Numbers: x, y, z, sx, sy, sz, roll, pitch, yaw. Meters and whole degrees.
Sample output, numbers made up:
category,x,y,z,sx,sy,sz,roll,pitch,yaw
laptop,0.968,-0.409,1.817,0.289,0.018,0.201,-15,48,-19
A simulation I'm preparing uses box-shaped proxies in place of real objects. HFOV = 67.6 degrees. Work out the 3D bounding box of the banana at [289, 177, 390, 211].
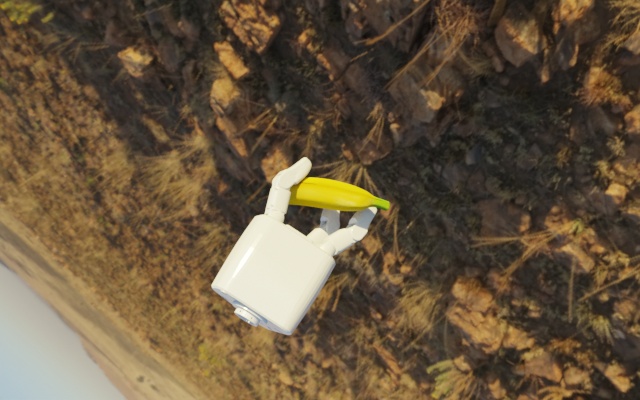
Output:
category,x,y,z,sx,sy,sz,roll,pitch,yaw
banana,-0.008,-0.006,0.644,0.198,0.037,0.070,8,-20,40
